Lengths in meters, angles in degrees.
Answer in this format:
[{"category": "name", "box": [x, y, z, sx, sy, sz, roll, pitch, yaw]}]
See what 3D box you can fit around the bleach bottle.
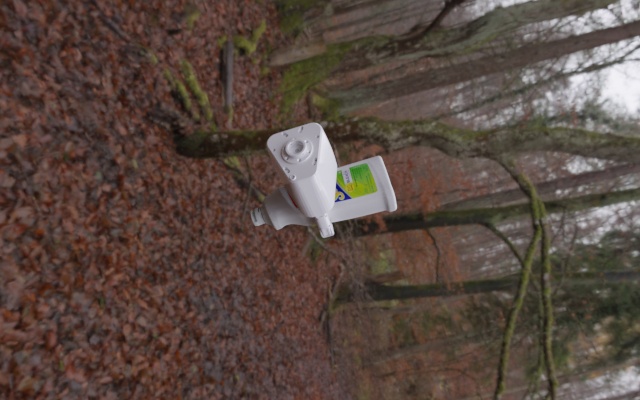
[{"category": "bleach bottle", "box": [0.000, 0.003, 0.847, 0.251, 0.102, 0.068, -17, -33, 4]}]
